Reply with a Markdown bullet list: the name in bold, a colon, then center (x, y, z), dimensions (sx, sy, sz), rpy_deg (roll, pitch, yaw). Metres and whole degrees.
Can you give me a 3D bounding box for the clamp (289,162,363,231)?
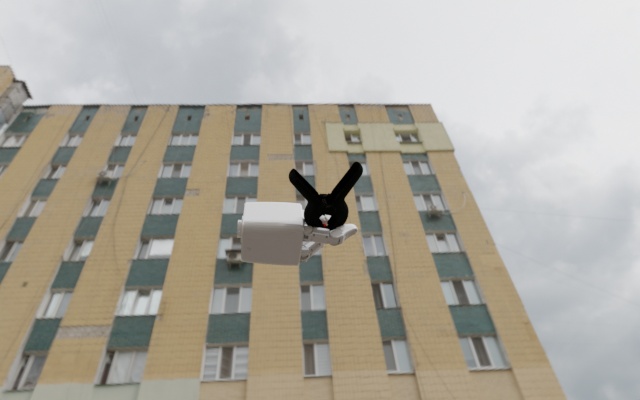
- **clamp**: center (0.000, 0.002, 0.816), dimensions (0.120, 0.172, 0.039), rpy_deg (4, 41, -8)
